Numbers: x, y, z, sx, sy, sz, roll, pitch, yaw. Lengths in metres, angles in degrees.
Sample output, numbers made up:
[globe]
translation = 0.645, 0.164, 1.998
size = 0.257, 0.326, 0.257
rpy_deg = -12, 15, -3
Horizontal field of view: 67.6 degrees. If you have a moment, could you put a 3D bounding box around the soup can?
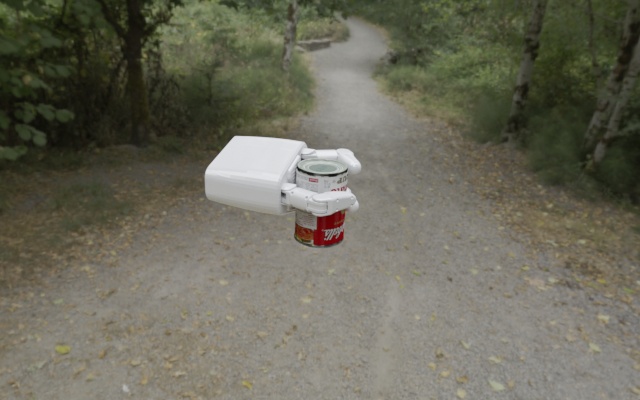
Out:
[soup can]
translation = 0.001, 0.002, 0.628
size = 0.068, 0.102, 0.068
rpy_deg = 2, 22, -1
